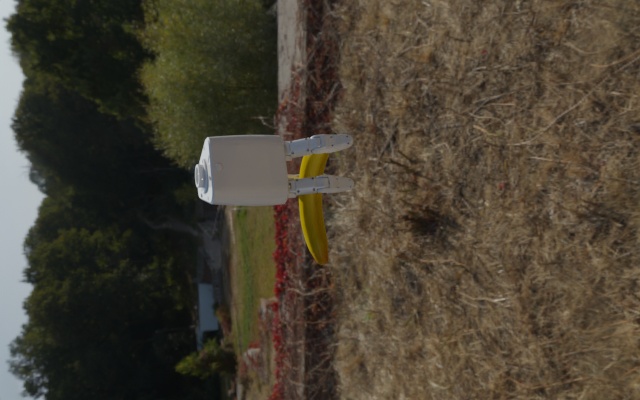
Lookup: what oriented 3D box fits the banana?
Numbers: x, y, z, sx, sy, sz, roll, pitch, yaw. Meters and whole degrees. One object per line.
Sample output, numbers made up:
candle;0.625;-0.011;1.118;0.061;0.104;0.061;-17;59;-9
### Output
banana;-0.008;-0.004;0.727;0.037;0.198;0.069;-1;9;-27
